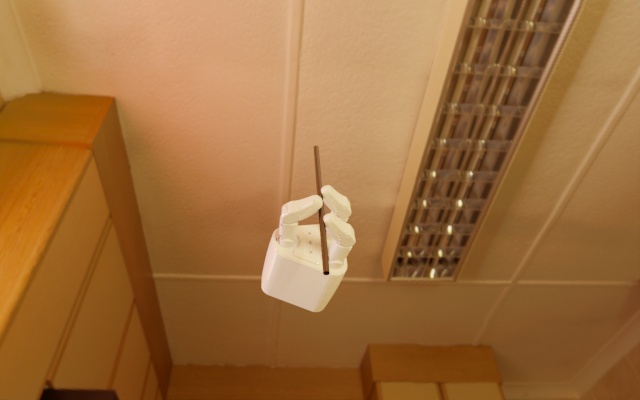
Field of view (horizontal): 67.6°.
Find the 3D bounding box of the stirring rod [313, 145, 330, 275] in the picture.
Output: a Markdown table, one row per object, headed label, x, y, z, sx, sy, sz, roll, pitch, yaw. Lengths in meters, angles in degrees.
| label | x | y | z | sx | sy | sz | roll | pitch | yaw |
| --- | --- | --- | --- | --- | --- | --- | --- | --- | --- |
| stirring rod | 0.000 | 0.002 | 0.647 | 0.011 | 0.011 | 0.239 | 0 | 44 | -5 |
